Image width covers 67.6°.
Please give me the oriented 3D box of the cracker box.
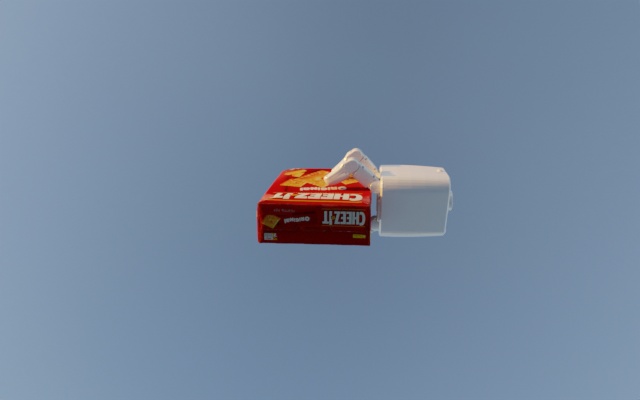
[{"bbox_3d":[0.000,0.003,0.773,0.164,0.072,0.213,1,16,6],"label":"cracker box"}]
